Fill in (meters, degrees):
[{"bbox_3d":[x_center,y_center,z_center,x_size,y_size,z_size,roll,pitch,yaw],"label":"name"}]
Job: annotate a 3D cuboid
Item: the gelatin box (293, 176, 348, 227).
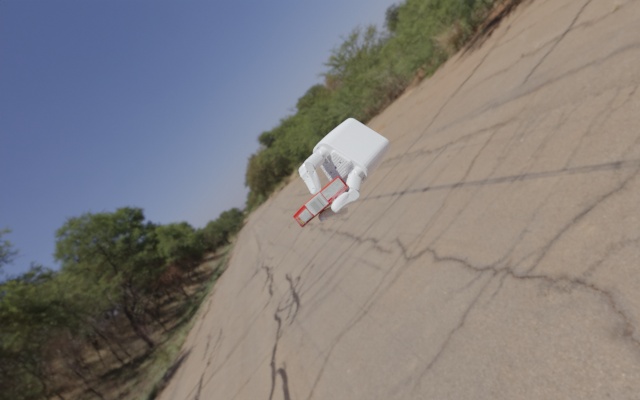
[{"bbox_3d":[0.000,0.003,0.839,0.089,0.030,0.073,-40,-1,-26],"label":"gelatin box"}]
